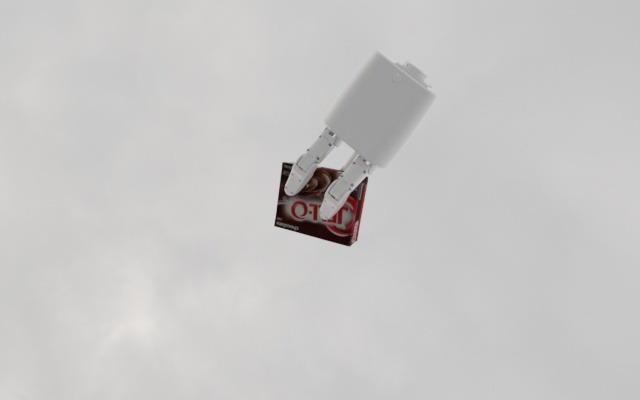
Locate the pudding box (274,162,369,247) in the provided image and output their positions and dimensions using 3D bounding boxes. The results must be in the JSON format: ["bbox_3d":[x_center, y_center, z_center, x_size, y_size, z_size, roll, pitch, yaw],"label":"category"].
[{"bbox_3d":[0.000,0.002,0.626,0.113,0.090,0.039,14,13,22],"label":"pudding box"}]
